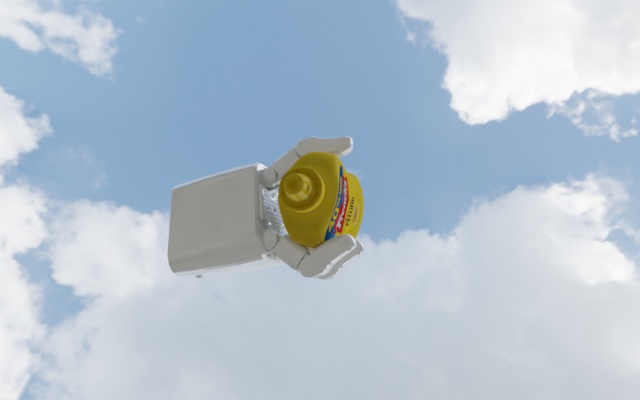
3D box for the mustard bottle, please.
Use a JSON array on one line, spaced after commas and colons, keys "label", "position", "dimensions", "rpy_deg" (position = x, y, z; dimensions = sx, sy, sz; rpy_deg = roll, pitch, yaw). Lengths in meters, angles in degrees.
[{"label": "mustard bottle", "position": [0.000, 0.002, 0.493], "dimensions": [0.058, 0.096, 0.192], "rpy_deg": [12, -6, 17]}]
